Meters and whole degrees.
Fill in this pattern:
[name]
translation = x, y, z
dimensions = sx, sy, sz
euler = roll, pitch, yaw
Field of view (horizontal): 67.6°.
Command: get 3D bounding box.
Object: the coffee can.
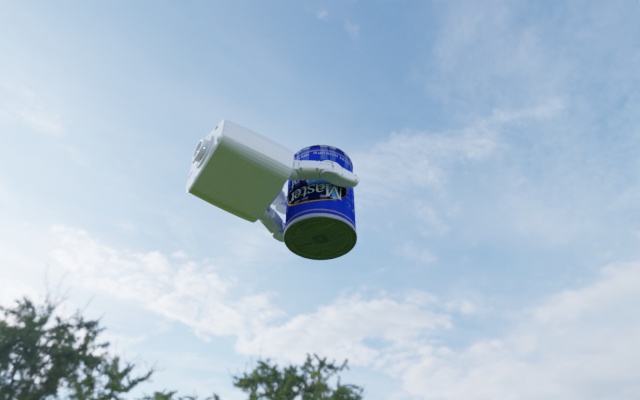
[coffee can]
translation = 0.000, 0.002, 0.707
dimensions = 0.103, 0.140, 0.103
euler = 0, -41, 0
